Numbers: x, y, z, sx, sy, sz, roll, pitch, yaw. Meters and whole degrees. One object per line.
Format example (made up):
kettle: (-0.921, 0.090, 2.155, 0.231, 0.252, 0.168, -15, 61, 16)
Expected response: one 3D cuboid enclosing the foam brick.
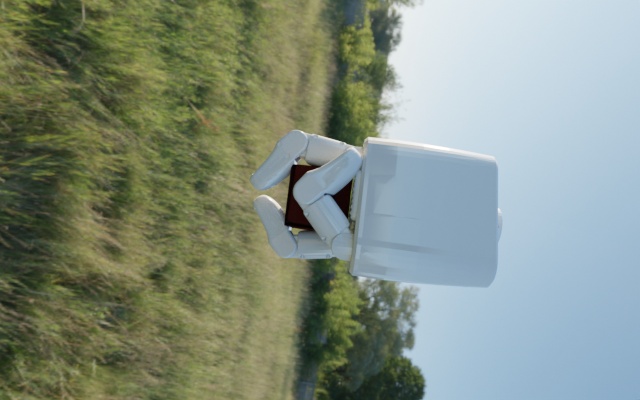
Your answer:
foam brick: (0.000, 0.001, 0.420, 0.051, 0.053, 0.078, 7, -4, 3)
